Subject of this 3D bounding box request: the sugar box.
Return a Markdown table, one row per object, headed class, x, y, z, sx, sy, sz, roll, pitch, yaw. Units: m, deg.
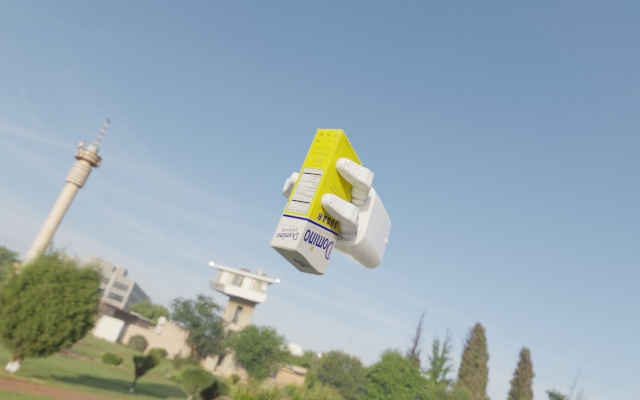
| class | x | y | z | sx | sy | sz | roll | pitch | yaw |
| --- | --- | --- | --- | --- | --- | --- | --- | --- | --- |
| sugar box | 0.001 | 0.002 | 0.635 | 0.048 | 0.176 | 0.093 | 6 | -25 | 28 |
